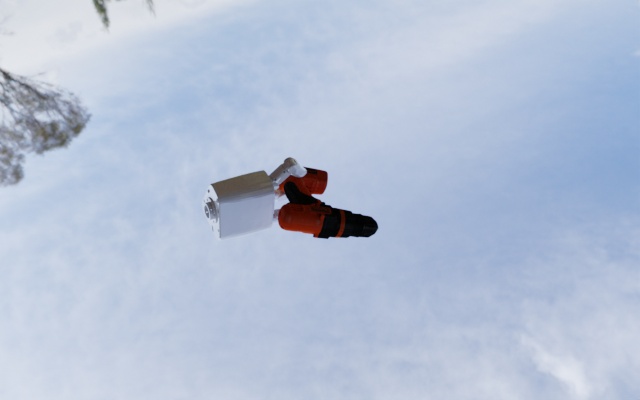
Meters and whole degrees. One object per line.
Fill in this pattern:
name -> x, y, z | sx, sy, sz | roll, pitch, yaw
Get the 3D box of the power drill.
power drill -> 0.000, 0.003, 0.890 | 0.184, 0.057, 0.187 | 9, 26, -21
